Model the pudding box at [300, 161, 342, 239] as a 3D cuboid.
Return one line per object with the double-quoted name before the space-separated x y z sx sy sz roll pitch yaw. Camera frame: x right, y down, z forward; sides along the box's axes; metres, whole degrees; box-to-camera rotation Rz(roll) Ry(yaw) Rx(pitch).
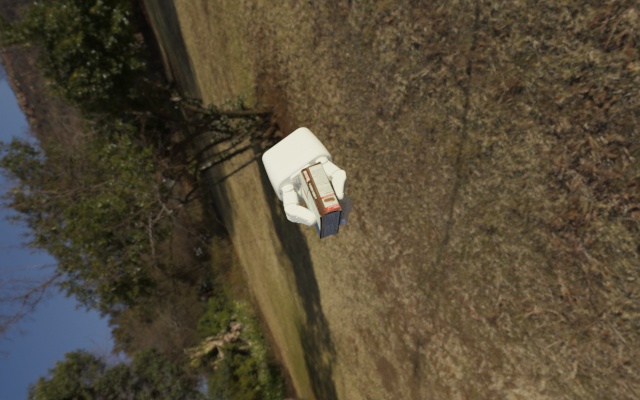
"pudding box" 0.000 0.003 0.779 0.039 0.090 0.113 -21 -20 -7
